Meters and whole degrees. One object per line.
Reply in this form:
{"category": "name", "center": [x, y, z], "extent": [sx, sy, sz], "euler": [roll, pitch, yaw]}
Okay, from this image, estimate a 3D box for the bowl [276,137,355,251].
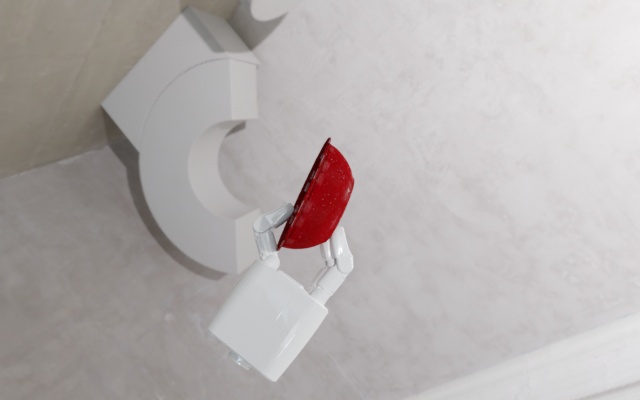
{"category": "bowl", "center": [0.001, 0.001, 0.618], "extent": [0.055, 0.162, 0.162], "euler": [25, -2, -5]}
